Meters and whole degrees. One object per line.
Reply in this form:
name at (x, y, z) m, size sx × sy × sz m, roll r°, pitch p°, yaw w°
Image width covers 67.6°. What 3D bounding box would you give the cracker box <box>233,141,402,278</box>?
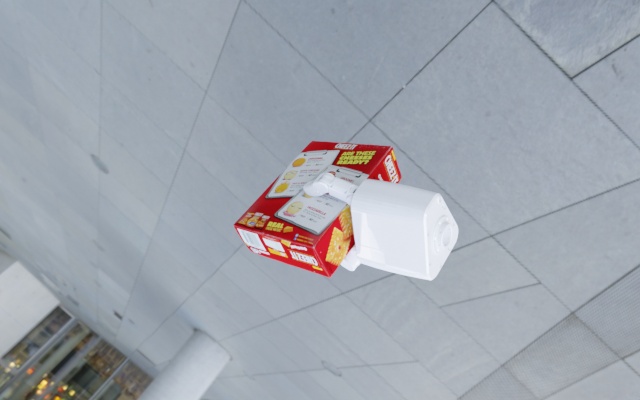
cracker box at (0.000, 0.002, 0.724) m, size 0.164 × 0.072 × 0.213 m, roll 10°, pitch 48°, yaw 39°
